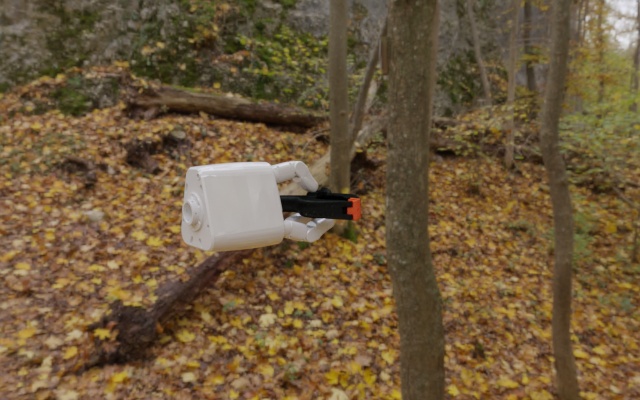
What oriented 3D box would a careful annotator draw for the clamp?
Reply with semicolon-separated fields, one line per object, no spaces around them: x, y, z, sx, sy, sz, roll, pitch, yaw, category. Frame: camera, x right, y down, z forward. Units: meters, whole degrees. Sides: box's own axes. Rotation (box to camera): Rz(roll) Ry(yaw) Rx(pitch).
0.000;0.002;0.729;0.164;0.036;0.210;-10;10;-39;clamp
